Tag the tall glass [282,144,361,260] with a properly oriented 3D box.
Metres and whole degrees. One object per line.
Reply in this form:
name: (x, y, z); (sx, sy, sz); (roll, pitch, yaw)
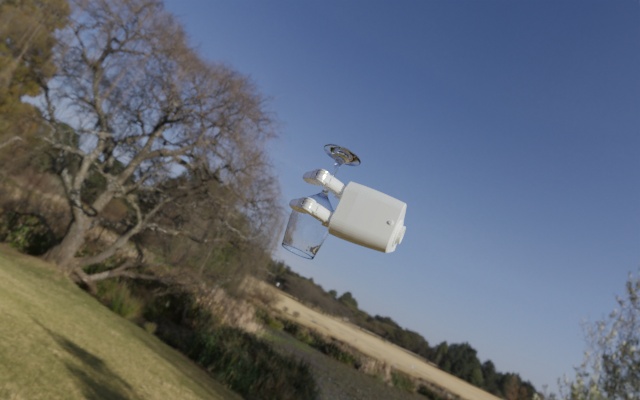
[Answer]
tall glass: (0.000, 0.002, 0.856); (0.079, 0.201, 0.079); (23, -15, 7)
